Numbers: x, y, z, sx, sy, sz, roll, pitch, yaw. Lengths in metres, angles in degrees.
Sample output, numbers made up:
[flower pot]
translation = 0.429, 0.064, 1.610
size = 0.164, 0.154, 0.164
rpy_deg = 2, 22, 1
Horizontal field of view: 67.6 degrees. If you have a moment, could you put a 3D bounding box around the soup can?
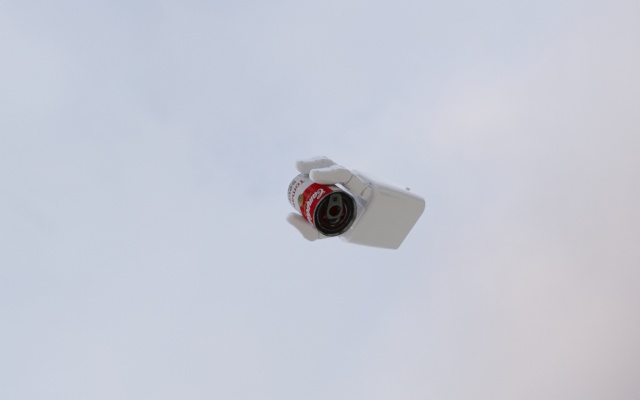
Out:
[soup can]
translation = 0.000, 0.002, 0.701
size = 0.068, 0.068, 0.102
rpy_deg = 0, 20, -27
